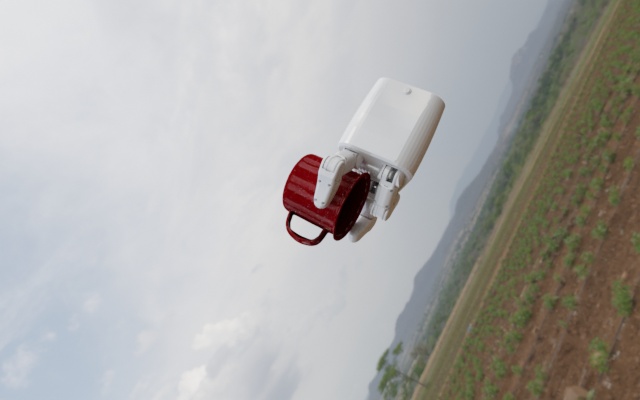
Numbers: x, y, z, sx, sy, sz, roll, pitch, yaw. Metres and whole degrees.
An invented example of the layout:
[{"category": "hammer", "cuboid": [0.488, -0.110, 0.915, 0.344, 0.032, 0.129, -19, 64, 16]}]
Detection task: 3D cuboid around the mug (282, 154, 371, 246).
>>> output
[{"category": "mug", "cuboid": [-0.001, 0.003, 0.597, 0.081, 0.117, 0.093, 26, -16, 19]}]
